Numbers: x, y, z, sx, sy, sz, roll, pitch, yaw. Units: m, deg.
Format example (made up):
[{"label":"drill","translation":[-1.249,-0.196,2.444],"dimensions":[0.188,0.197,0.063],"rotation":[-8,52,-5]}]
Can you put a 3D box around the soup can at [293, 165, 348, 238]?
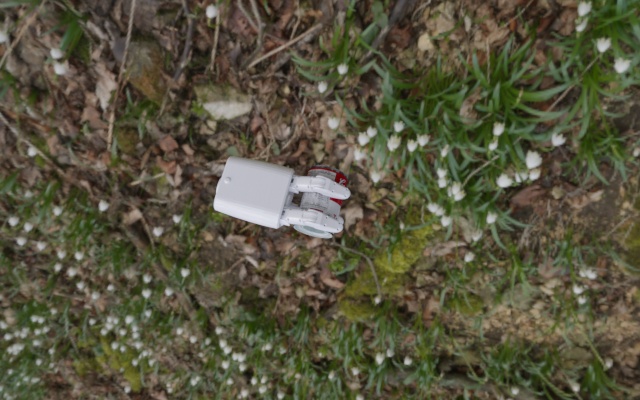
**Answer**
[{"label":"soup can","translation":[0.001,0.003,0.773],"dimensions":[0.068,0.102,0.068],"rotation":[14,-16,4]}]
